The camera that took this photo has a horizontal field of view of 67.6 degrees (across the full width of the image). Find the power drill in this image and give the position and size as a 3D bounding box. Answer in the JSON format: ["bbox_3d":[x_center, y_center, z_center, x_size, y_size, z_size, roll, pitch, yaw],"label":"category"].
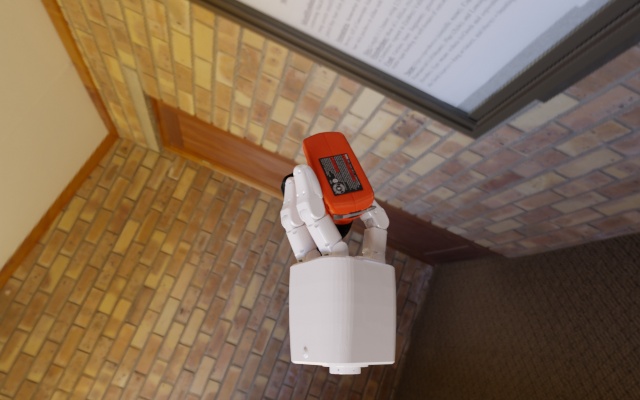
[{"bbox_3d":[0.000,0.002,0.597,0.057,0.184,0.188,-16,-28,-18],"label":"power drill"}]
